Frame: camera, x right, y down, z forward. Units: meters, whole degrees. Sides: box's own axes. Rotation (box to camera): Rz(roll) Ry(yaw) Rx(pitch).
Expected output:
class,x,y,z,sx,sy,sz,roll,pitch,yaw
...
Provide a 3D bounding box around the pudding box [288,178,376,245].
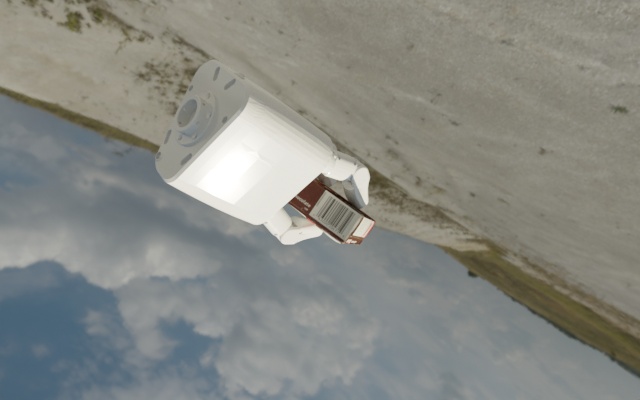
class,x,y,z,sx,sy,sz,roll,pitch,yaw
pudding box,0.000,0.002,0.515,0.113,0.039,0.090,38,5,15
